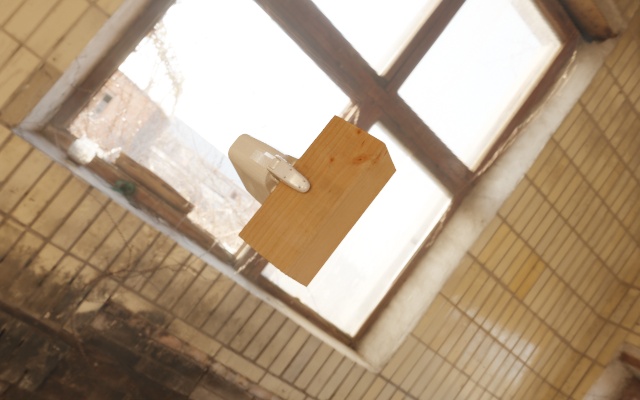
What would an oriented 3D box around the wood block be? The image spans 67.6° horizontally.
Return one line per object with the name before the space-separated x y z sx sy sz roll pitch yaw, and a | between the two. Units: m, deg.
wood block | 0.000 0.002 0.642 0.090 0.206 0.091 35 -6 28
